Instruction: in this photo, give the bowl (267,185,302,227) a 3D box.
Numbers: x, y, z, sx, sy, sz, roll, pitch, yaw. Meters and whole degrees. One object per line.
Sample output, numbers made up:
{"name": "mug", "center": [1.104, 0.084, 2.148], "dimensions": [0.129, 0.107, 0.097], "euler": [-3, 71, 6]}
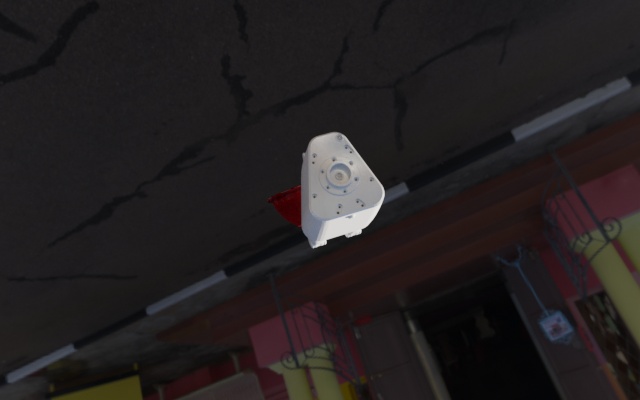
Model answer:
{"name": "bowl", "center": [0.000, 0.003, 0.757], "dimensions": [0.162, 0.055, 0.162], "euler": [-17, -4, -1]}
